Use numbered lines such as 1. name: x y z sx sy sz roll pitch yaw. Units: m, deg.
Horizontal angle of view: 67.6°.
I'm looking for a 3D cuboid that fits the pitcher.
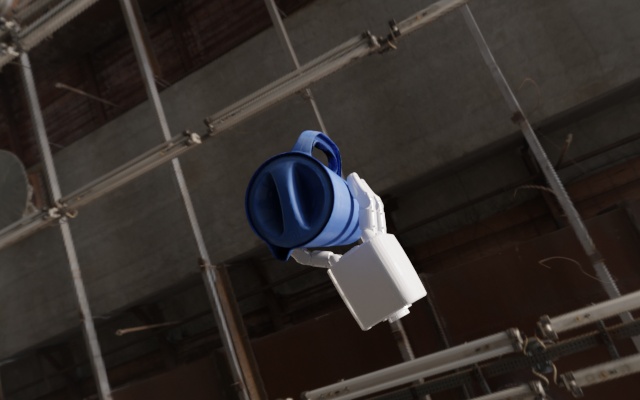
1. pitcher: 0.000 0.003 0.747 0.149 0.145 0.243 -37 -18 13
